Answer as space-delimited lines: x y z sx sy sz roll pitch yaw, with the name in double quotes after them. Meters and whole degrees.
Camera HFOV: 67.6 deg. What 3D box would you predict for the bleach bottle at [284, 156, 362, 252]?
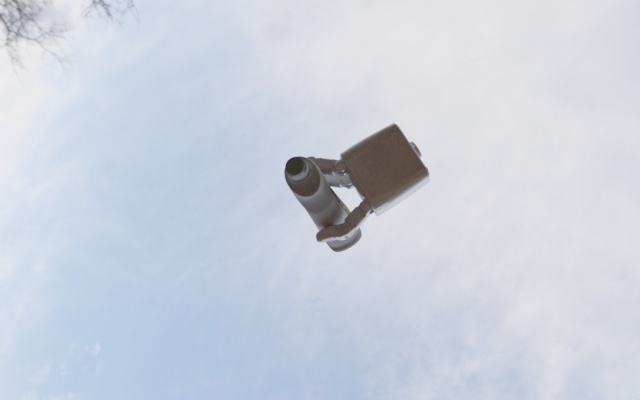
0.000 0.002 0.771 0.068 0.102 0.251 -32 -26 2 "bleach bottle"
